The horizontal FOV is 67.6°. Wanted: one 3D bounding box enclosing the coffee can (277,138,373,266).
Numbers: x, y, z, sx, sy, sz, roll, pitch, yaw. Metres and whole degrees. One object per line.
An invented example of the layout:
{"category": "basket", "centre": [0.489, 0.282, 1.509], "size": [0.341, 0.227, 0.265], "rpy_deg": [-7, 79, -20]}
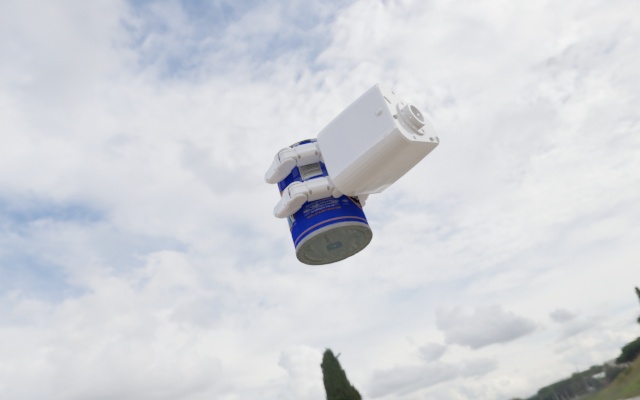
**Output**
{"category": "coffee can", "centre": [0.000, 0.002, 0.644], "size": [0.103, 0.140, 0.103], "rpy_deg": [-13, -30, -8]}
